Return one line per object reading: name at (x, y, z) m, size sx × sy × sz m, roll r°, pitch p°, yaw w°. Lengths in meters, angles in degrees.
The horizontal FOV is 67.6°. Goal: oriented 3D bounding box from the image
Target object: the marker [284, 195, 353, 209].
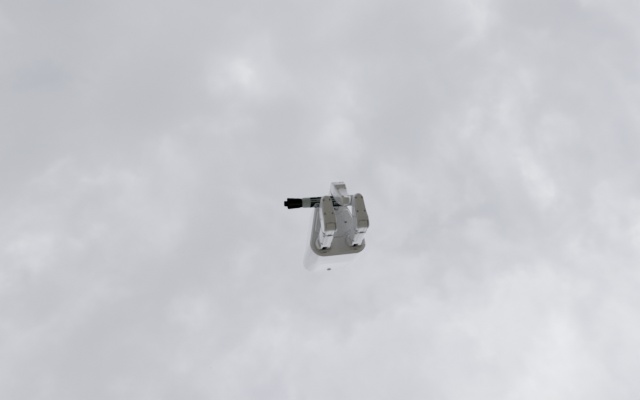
marker at (0.000, 0.003, 0.783) m, size 0.121 × 0.020 × 0.020 m, roll -3°, pitch 1°, yaw -14°
